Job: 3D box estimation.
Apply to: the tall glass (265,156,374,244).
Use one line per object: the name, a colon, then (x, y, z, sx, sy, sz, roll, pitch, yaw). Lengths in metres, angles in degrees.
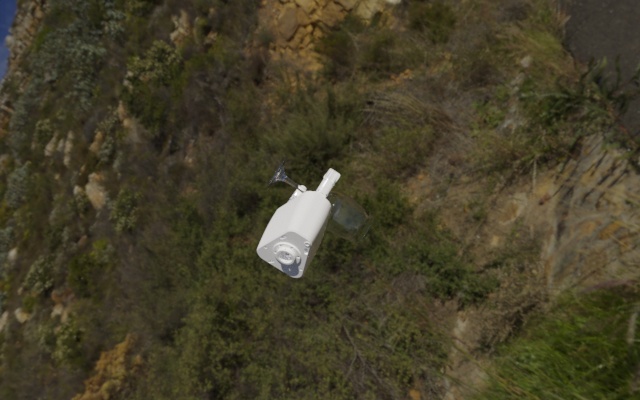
tall glass: (0.000, 0.002, 0.894, 0.201, 0.079, 0.079, 33, -4, -6)
